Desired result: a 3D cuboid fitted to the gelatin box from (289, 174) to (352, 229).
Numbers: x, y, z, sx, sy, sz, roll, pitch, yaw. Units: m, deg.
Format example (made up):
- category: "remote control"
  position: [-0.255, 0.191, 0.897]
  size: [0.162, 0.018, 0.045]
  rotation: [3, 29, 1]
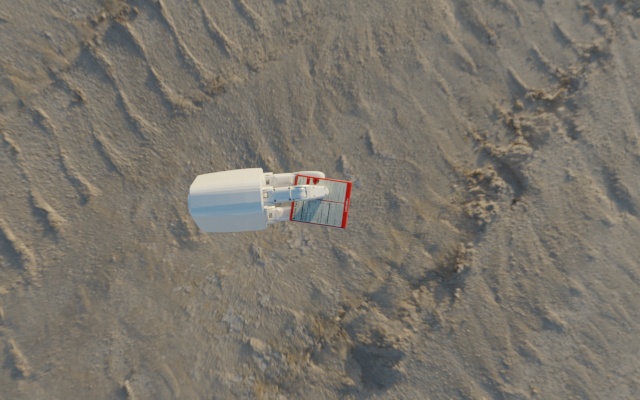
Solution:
- category: "gelatin box"
  position: [0.000, 0.002, 0.740]
  size: [0.089, 0.073, 0.030]
  rotation: [8, -5, -1]
